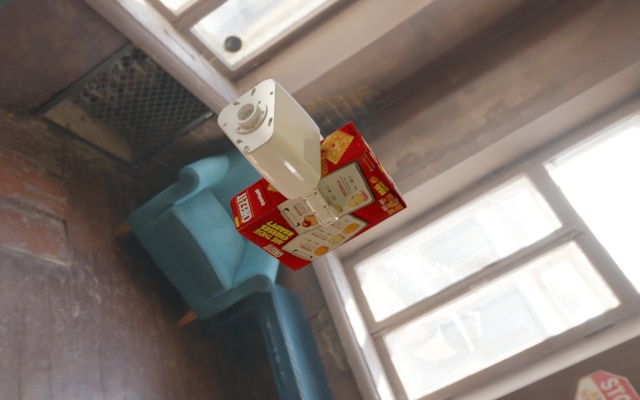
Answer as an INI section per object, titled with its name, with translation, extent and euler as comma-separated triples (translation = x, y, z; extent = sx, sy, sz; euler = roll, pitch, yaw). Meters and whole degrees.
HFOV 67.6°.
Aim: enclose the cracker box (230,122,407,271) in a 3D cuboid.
[cracker box]
translation = 0.000, 0.002, 0.717
extent = 0.214, 0.072, 0.164
euler = -31, -40, 13
